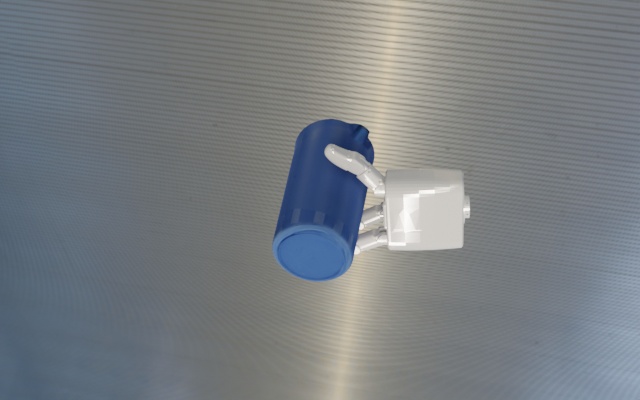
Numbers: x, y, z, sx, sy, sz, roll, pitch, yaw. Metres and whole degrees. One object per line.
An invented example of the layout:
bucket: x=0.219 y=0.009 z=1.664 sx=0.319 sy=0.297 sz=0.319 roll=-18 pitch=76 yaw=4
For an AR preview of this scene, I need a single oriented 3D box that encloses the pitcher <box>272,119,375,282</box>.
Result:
pitcher: x=0.000 y=0.002 z=0.711 sx=0.145 sy=0.149 sz=0.242 roll=1 pitch=40 yaw=11
